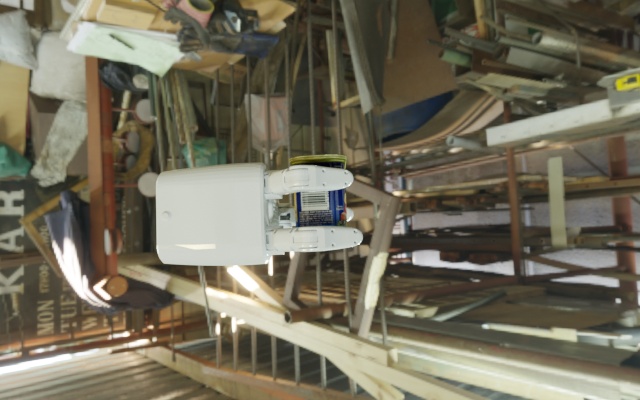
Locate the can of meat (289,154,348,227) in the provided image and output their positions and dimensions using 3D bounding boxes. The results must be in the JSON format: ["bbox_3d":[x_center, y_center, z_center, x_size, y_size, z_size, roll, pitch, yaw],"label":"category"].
[{"bbox_3d":[0.000,0.002,0.500,0.057,0.084,0.102,-3,-4,1],"label":"can of meat"}]
